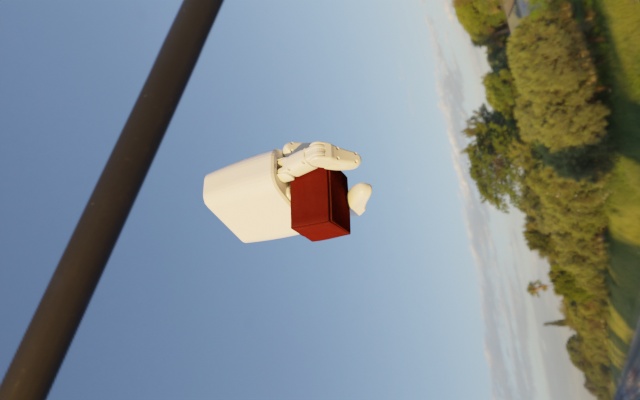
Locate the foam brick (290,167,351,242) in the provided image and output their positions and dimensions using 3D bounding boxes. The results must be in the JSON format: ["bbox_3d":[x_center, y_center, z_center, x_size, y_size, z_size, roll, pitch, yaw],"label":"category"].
[{"bbox_3d":[0.000,0.002,0.552,0.051,0.078,0.053,-14,-28,24],"label":"foam brick"}]
